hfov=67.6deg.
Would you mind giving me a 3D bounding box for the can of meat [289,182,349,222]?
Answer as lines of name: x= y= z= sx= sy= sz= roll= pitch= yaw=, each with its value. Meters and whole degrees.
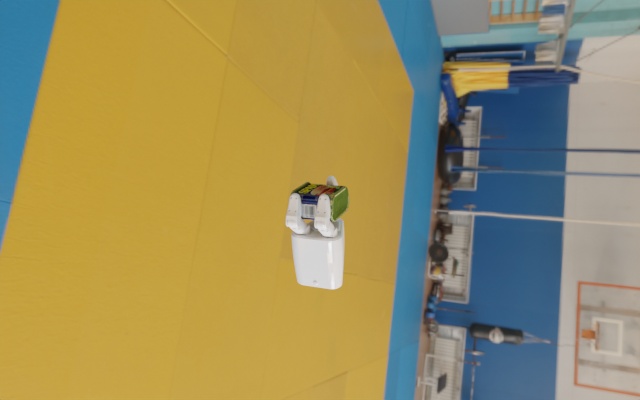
can of meat: x=0.000 y=0.003 z=0.899 sx=0.084 sy=0.057 sz=0.102 roll=5 pitch=17 yaw=21
